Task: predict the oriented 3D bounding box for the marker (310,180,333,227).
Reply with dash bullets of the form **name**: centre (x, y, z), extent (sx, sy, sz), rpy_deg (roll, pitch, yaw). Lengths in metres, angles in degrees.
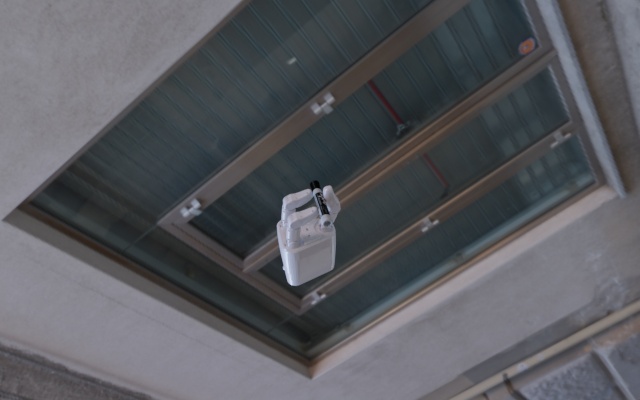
- **marker**: centre (0.000, 0.003, 0.882), extent (0.020, 0.020, 0.121), rpy_deg (0, 39, -16)
